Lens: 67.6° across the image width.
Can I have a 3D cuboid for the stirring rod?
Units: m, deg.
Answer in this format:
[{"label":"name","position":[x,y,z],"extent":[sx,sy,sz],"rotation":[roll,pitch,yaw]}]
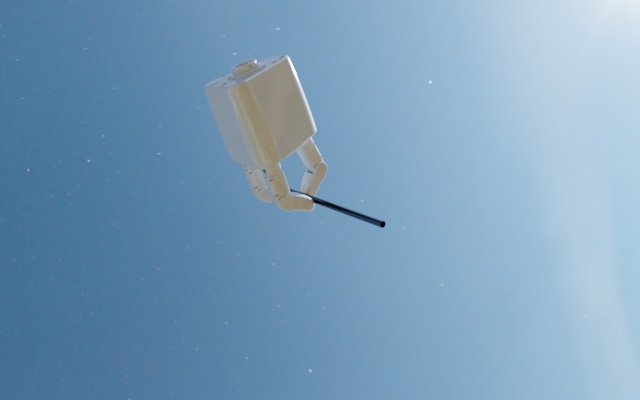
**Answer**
[{"label":"stirring rod","position":[0.000,0.002,0.626],"extent":[0.011,0.011,0.239],"rotation":[0,12,-36]}]
